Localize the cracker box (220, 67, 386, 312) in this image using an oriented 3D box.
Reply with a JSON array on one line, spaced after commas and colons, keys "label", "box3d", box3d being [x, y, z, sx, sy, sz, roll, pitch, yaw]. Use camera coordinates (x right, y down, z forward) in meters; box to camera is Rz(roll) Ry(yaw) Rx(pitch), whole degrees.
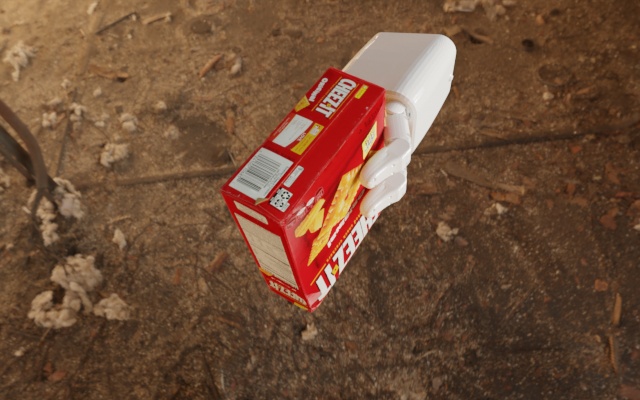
[{"label": "cracker box", "box3d": [0.000, 0.001, 0.491, 0.072, 0.164, 0.214, 28, -25, 22]}]
